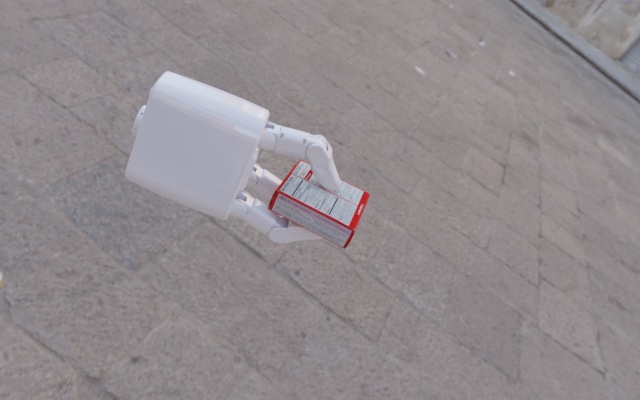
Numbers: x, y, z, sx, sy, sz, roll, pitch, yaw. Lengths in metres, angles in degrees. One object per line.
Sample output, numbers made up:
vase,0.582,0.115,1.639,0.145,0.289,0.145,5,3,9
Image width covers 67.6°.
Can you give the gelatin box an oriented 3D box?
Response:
gelatin box,0.001,0.001,0.495,0.089,0.030,0.073,26,35,2
